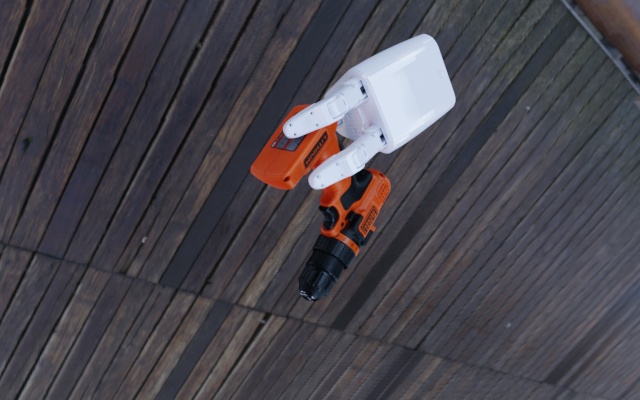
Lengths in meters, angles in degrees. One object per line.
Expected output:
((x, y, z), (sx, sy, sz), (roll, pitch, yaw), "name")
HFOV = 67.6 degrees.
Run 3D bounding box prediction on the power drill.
((0.000, 0.001, 0.538), (0.057, 0.184, 0.188), (14, -27, 36), "power drill")
